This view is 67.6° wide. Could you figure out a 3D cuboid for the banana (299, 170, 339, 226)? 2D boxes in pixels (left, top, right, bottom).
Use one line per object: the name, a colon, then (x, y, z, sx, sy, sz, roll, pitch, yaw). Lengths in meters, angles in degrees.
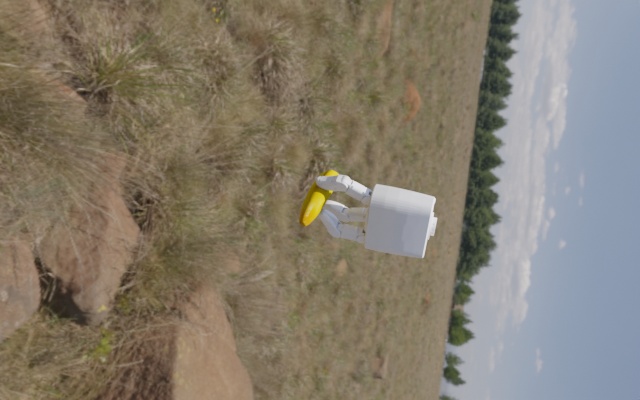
banana: (0.005, -0.015, 0.883, 0.037, 0.070, 0.197, 16, 22, 10)
